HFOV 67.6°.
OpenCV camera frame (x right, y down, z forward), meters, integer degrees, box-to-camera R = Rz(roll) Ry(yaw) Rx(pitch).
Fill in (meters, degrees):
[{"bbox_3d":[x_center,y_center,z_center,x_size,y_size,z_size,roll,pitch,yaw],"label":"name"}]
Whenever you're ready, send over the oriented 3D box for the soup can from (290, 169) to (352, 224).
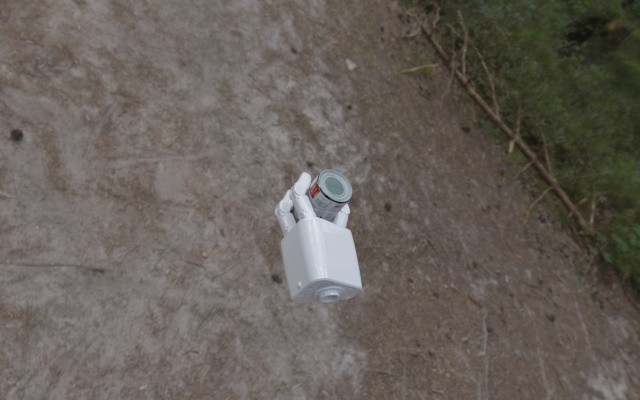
[{"bbox_3d":[0.000,0.002,0.814,0.068,0.068,0.102,0,-32,-35],"label":"soup can"}]
